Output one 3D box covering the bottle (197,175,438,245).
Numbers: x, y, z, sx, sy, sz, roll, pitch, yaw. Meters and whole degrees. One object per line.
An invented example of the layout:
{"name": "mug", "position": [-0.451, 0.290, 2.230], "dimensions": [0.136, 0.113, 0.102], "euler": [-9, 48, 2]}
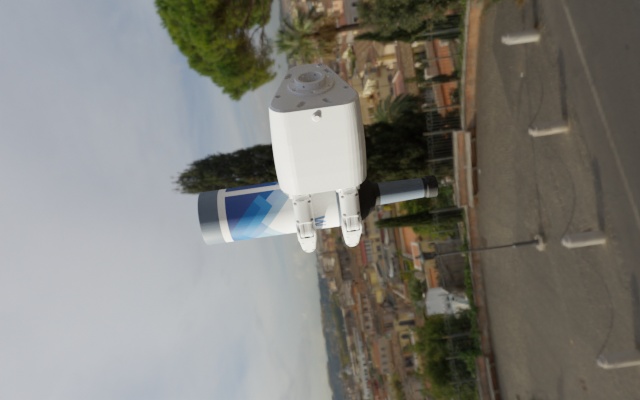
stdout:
{"name": "bottle", "position": [0.000, 0.002, 0.602], "dimensions": [0.296, 0.069, 0.069], "euler": [-8, 0, -1]}
